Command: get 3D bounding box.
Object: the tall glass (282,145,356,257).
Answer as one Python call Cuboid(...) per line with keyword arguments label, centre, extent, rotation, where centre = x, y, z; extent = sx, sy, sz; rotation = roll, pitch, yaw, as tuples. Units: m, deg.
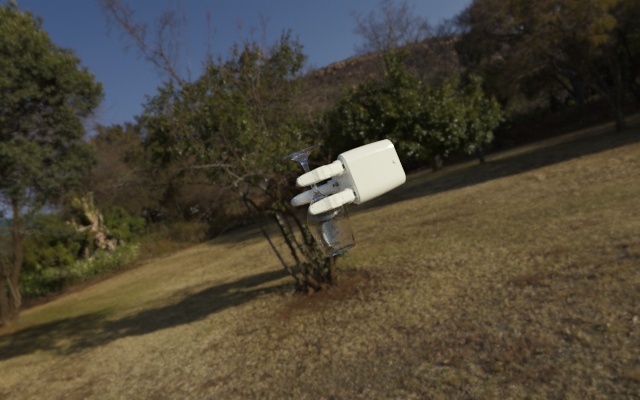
Cuboid(label="tall glass", centre=(0.000, 0.002, 0.897), extent=(0.079, 0.201, 0.079), rotation=(-22, 0, 0))
